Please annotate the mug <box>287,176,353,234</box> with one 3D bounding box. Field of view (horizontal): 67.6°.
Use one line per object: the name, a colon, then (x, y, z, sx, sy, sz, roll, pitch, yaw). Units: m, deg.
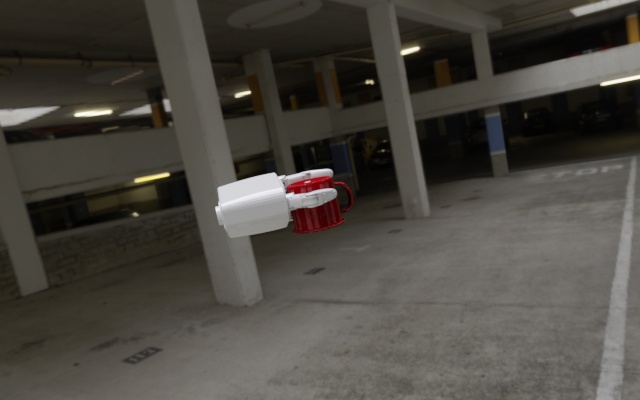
mug: (0.001, 0.002, 0.821, 0.117, 0.081, 0.093, -14, 8, -11)
